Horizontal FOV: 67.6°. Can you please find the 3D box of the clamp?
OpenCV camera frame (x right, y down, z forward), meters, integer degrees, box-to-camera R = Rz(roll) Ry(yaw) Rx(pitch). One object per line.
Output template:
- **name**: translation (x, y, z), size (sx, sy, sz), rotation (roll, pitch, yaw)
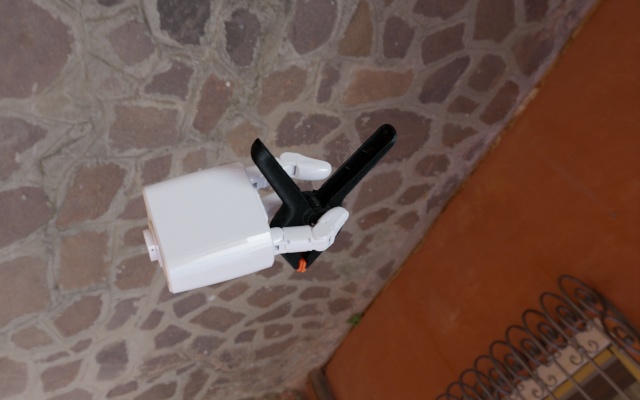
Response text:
- **clamp**: translation (0.000, 0.003, 0.542), size (0.164, 0.210, 0.036), rotation (-15, 49, -21)
